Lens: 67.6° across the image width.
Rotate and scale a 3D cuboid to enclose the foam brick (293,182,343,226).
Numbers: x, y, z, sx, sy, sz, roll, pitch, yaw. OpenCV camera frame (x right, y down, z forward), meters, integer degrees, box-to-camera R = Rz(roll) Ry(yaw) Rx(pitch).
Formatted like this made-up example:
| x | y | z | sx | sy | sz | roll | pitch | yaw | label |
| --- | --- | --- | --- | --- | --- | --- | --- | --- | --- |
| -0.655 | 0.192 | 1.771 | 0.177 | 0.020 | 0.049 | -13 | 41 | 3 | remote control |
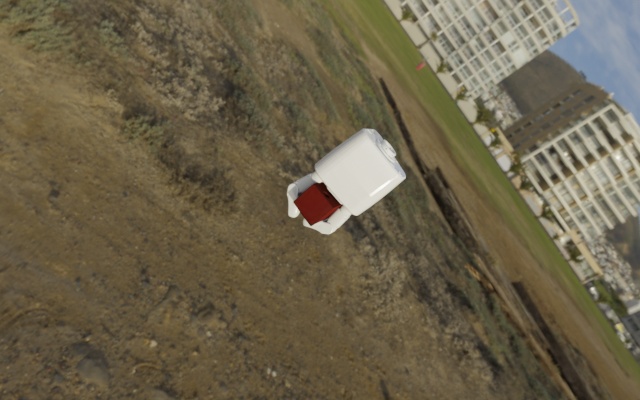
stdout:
| x | y | z | sx | sy | sz | roll | pitch | yaw | label |
| --- | --- | --- | --- | --- | --- | --- | --- | --- | --- |
| 0.000 | 0.003 | 0.811 | 0.051 | 0.053 | 0.078 | -40 | -7 | 21 | foam brick |
